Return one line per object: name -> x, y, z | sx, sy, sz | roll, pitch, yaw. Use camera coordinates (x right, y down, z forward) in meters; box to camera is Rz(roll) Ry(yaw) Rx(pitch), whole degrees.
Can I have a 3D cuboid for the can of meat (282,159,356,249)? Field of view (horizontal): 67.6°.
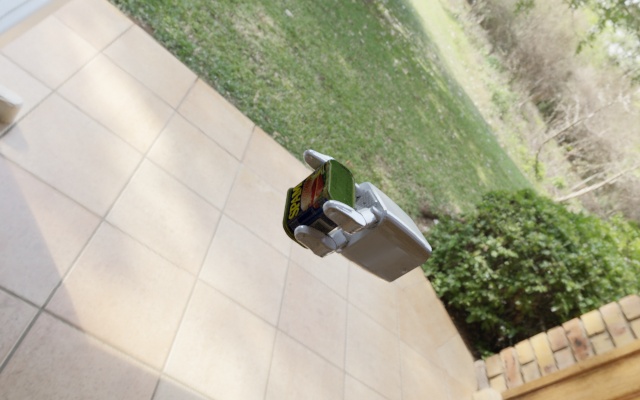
can of meat -> 0.000, 0.002, 0.644 | 0.057, 0.102, 0.084 | 38, -58, -25
